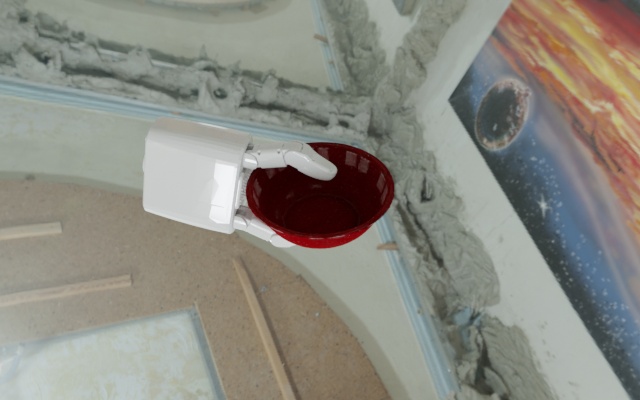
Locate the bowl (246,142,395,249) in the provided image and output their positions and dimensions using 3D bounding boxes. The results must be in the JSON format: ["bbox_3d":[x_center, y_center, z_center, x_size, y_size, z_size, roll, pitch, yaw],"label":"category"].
[{"bbox_3d":[0.001,0.002,0.534,0.162,0.055,0.162,-1,42,1],"label":"bowl"}]
